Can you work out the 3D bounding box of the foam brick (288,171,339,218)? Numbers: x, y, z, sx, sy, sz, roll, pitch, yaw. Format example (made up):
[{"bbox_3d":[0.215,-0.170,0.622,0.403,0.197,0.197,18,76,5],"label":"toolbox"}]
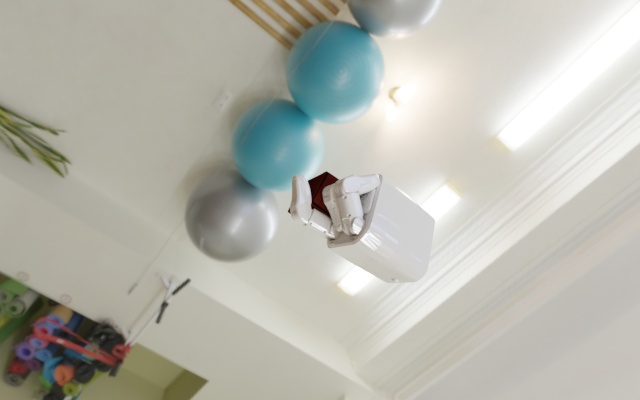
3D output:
[{"bbox_3d":[0.000,0.002,0.655,0.051,0.053,0.078,34,-23,-18],"label":"foam brick"}]
